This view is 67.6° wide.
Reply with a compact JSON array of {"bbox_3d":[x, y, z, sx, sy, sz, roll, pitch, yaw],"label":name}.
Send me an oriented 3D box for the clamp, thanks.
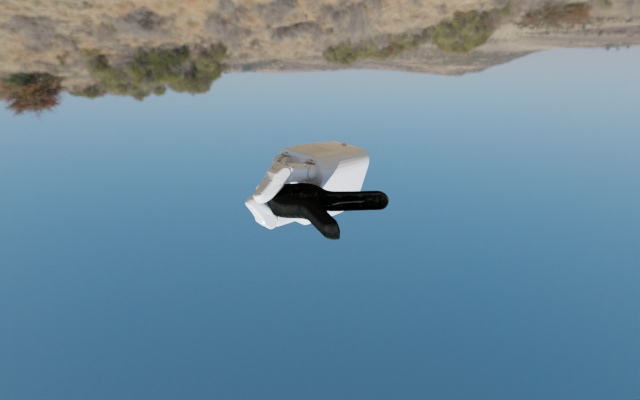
[{"bbox_3d":[0.000,0.003,0.628,0.120,0.039,0.171,-16,26,-41],"label":"clamp"}]
